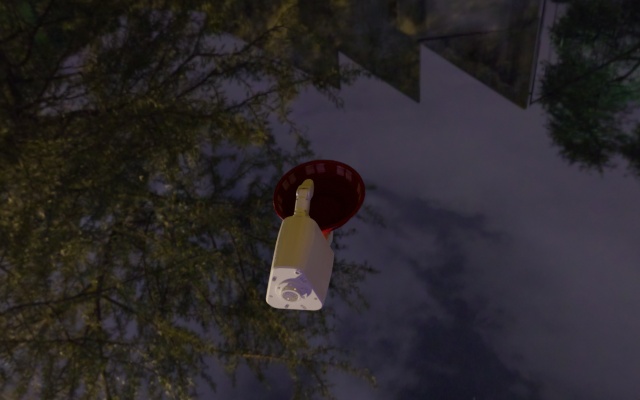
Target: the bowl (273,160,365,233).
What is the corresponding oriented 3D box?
[{"bbox_3d":[0.001,0.002,0.850,0.162,0.162,0.055,0,-39,9],"label":"bowl"}]
